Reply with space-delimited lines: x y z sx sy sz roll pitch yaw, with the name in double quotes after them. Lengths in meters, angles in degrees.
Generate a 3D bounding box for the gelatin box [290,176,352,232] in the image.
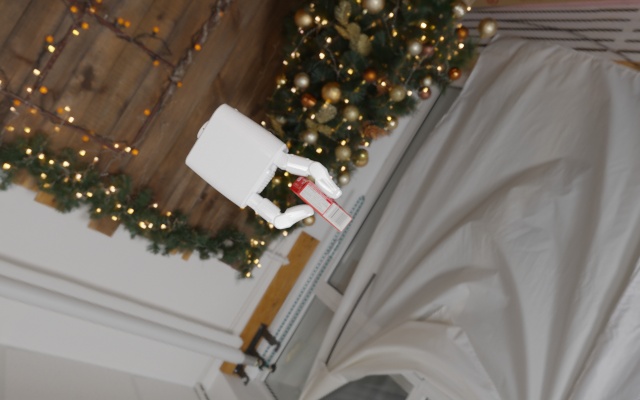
0.000 0.003 0.709 0.089 0.030 0.073 41 -1 -13 "gelatin box"
